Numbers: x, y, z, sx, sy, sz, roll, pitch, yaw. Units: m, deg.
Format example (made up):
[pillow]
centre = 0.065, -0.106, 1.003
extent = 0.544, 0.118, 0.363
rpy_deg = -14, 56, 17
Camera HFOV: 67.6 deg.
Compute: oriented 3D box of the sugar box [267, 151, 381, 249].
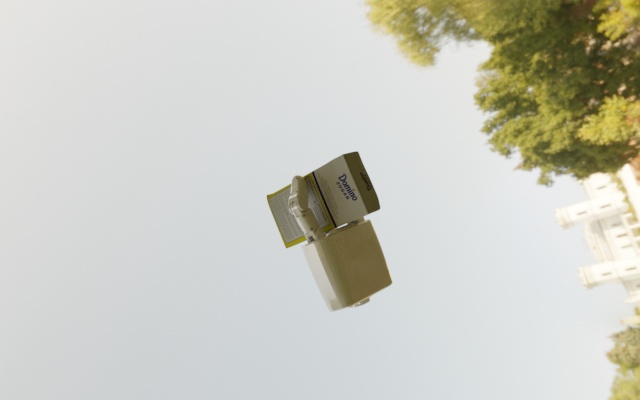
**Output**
[sugar box]
centre = 0.000, 0.002, 0.724
extent = 0.176, 0.093, 0.048
rpy_deg = -25, -4, 37
